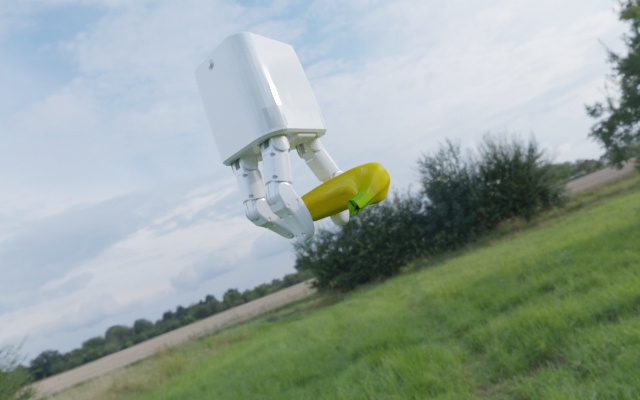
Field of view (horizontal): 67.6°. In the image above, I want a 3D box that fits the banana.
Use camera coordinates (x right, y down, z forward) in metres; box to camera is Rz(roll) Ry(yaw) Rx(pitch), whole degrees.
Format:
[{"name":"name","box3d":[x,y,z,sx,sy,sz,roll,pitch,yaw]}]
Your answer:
[{"name":"banana","box3d":[0.017,-0.005,0.459,0.069,0.037,0.198,-22,0,-20]}]
